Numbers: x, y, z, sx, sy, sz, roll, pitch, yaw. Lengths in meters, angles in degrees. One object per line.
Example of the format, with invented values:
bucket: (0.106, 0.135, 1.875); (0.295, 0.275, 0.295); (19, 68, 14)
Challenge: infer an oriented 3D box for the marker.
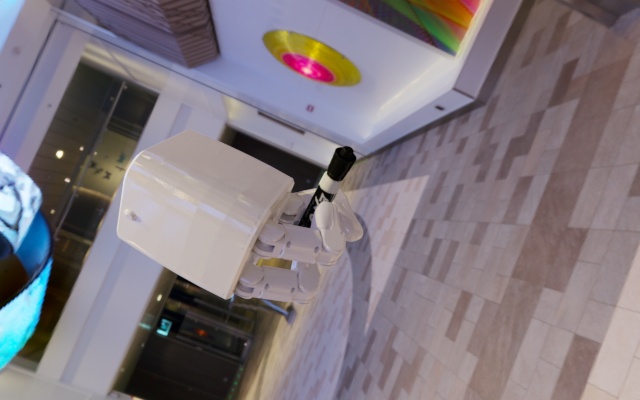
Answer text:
marker: (0.000, 0.001, 0.413); (0.020, 0.020, 0.121); (0, -44, -30)
